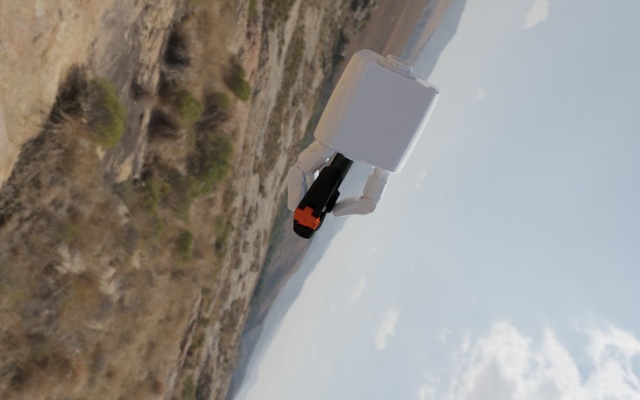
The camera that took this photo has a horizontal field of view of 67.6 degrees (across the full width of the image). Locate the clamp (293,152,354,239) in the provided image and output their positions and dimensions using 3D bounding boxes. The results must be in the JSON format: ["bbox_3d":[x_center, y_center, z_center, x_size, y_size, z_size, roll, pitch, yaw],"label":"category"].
[{"bbox_3d":[0.001,0.002,0.609,0.036,0.165,0.210,27,25,4],"label":"clamp"}]
